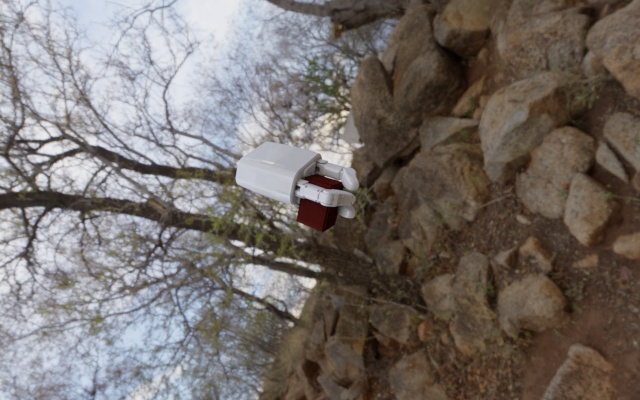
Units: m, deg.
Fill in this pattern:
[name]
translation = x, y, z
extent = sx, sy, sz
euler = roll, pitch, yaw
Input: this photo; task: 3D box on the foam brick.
[foam brick]
translation = 0.000, 0.003, 0.779
extent = 0.051, 0.078, 0.053
euler = 17, 15, 19
